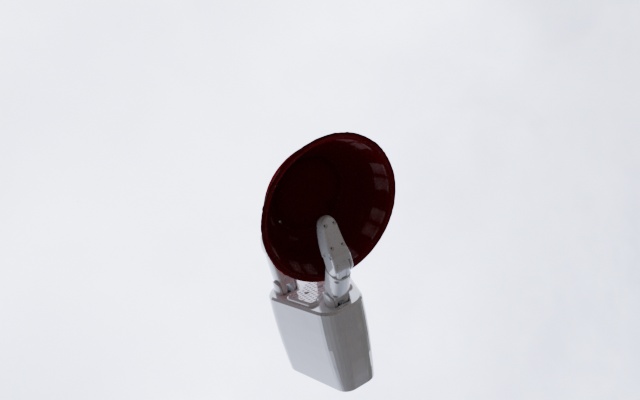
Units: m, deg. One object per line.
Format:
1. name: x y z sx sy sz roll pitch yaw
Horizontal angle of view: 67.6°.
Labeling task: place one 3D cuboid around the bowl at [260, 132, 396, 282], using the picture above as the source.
1. bowl: 0.000 0.000 0.501 0.162 0.162 0.055 0 20 -34
